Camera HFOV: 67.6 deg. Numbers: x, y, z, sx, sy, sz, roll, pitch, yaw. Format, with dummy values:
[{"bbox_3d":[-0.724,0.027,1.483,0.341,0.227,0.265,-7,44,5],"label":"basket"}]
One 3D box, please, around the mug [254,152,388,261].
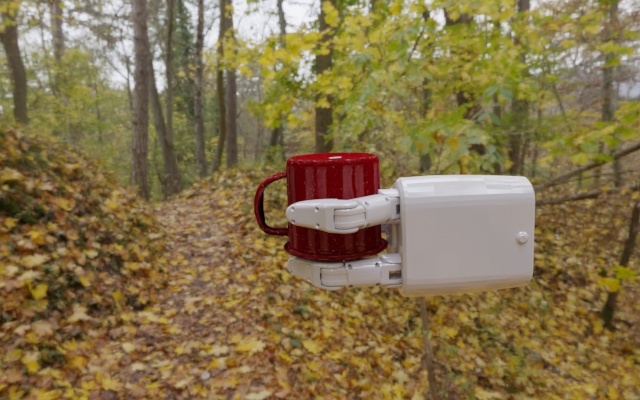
[{"bbox_3d":[-0.001,0.001,0.421,0.117,0.081,0.093,-2,10,-1],"label":"mug"}]
